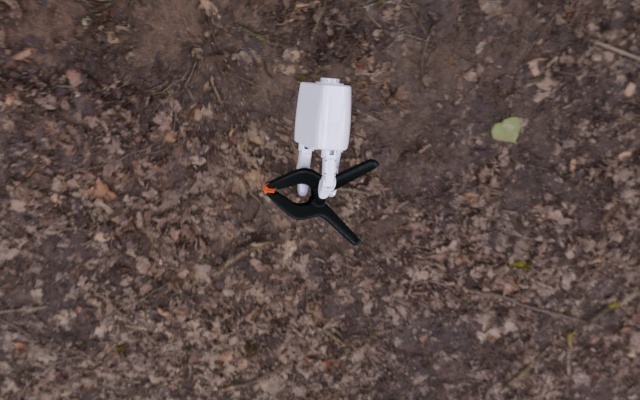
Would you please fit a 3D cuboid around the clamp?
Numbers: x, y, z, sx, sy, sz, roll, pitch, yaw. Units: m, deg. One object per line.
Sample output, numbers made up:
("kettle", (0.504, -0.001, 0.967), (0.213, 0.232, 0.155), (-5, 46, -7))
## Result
("clamp", (0.000, 0.003, 0.868), (0.210, 0.164, 0.036), (1, 11, -13))
